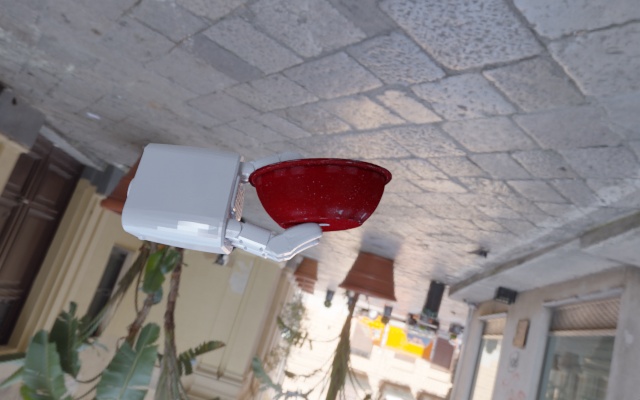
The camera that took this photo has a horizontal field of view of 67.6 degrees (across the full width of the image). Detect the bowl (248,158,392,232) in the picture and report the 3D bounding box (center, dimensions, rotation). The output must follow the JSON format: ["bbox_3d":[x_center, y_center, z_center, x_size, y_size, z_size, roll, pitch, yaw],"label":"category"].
[{"bbox_3d":[0.001,0.002,0.533,0.162,0.055,0.162,-1,-13,0],"label":"bowl"}]
